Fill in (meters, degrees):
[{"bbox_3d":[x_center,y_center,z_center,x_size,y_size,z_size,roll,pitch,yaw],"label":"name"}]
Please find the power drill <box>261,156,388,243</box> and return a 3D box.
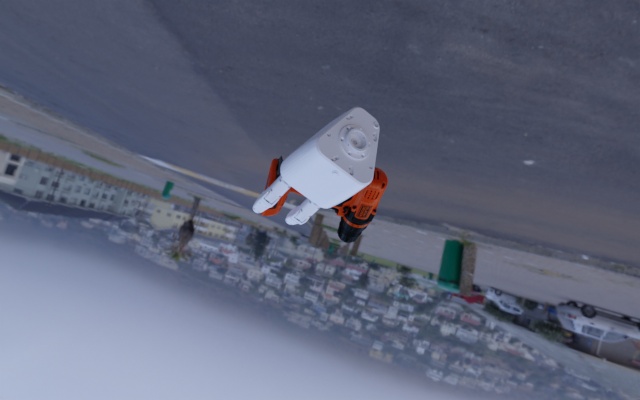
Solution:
[{"bbox_3d":[0.000,0.002,0.790,0.187,0.057,0.185,8,-40,-10],"label":"power drill"}]
